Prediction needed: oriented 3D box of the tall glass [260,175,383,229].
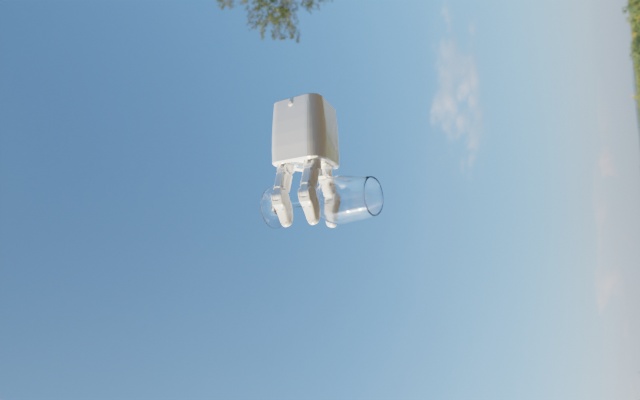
[{"bbox_3d":[0.000,0.003,0.783,0.201,0.079,0.079,-6,-4,35],"label":"tall glass"}]
